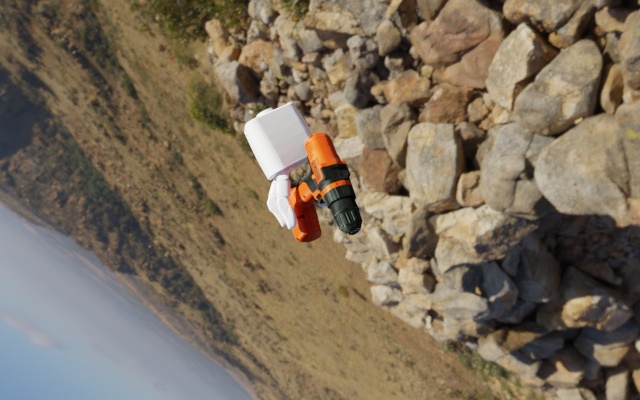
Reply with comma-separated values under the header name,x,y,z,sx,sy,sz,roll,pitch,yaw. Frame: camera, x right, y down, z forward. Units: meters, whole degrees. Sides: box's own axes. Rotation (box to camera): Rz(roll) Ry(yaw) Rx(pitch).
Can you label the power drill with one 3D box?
name,x,y,z,sx,sy,sz,roll,pitch,yaw
power drill,0.000,0.003,0.830,0.057,0.184,0.188,-7,-25,-27
